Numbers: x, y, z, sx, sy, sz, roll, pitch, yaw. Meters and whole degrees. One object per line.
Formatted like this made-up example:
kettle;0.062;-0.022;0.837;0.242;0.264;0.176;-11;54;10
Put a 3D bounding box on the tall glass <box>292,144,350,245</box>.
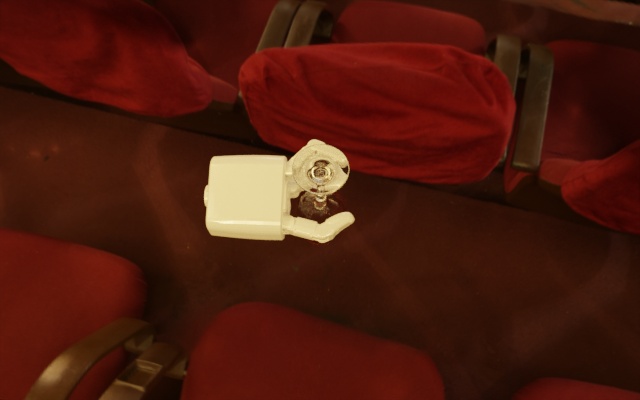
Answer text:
tall glass;0.000;0.002;0.702;0.079;0.079;0.201;0;-26;0
